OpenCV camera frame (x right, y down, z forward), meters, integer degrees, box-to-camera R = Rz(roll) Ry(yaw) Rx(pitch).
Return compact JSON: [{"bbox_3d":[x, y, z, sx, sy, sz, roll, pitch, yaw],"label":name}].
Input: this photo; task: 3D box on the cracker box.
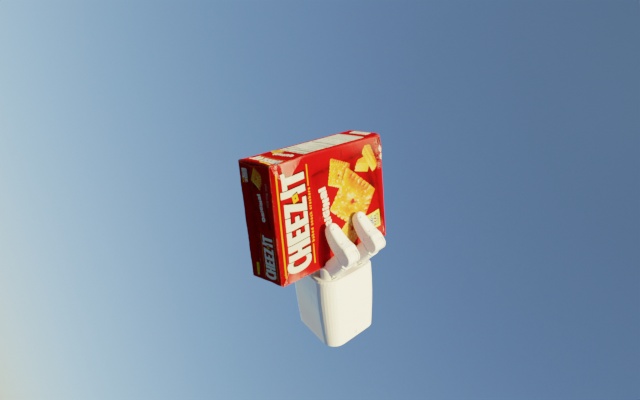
[{"bbox_3d":[0.000,0.002,0.667,0.072,0.164,0.213,12,25,43],"label":"cracker box"}]
